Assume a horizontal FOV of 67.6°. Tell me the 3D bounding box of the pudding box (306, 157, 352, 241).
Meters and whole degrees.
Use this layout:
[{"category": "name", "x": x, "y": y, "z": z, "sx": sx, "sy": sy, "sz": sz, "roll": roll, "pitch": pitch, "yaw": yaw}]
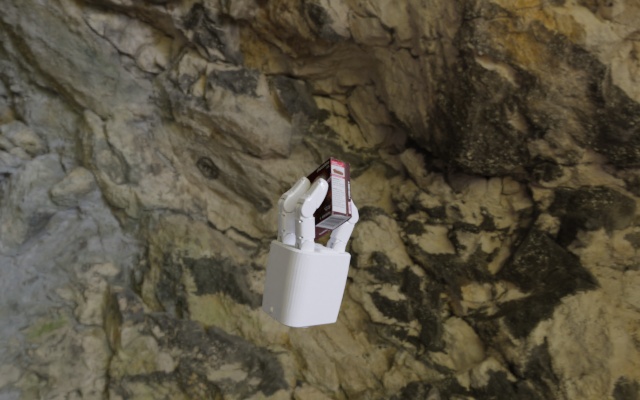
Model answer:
[{"category": "pudding box", "x": 0.000, "y": 0.002, "z": 0.704, "sx": 0.039, "sy": 0.090, "sz": 0.113, "roll": 14, "pitch": -29, "yaw": -31}]
